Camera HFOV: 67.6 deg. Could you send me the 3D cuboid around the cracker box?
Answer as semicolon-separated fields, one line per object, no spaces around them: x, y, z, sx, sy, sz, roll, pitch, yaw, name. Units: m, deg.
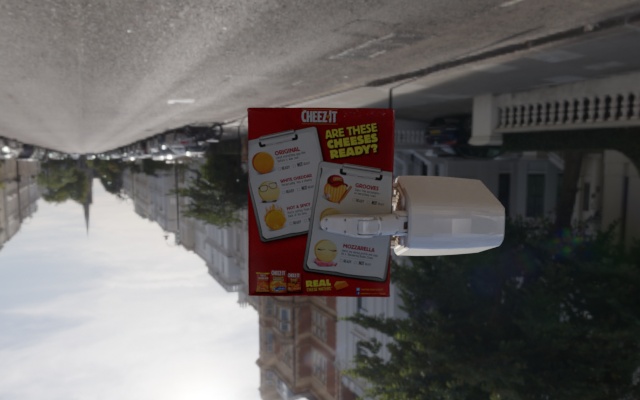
0.000;0.002;0.561;0.164;0.214;0.072;0;5;0;cracker box
